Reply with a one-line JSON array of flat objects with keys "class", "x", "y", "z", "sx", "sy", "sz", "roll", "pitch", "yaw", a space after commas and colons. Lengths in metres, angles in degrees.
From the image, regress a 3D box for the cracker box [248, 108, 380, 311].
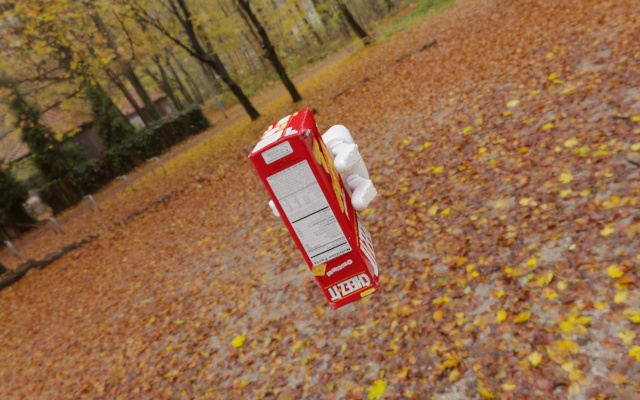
[{"class": "cracker box", "x": 0.000, "y": 0.002, "z": 0.606, "sx": 0.072, "sy": 0.214, "sz": 0.164, "roll": -25, "pitch": 17, "yaw": 10}]
